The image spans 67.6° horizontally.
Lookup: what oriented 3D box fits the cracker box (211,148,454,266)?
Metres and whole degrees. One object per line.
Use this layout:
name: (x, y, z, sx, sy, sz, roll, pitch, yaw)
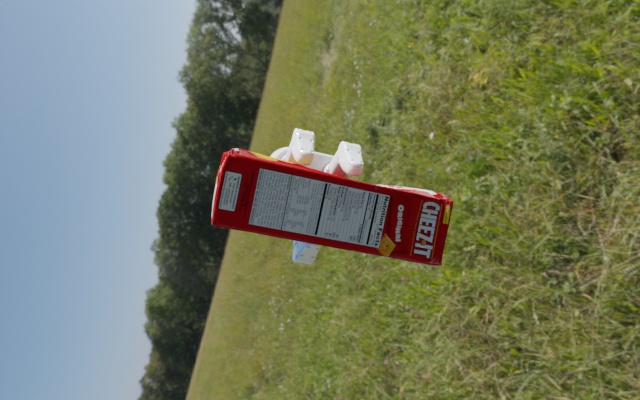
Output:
cracker box: (0.000, 0.002, 0.491, 0.214, 0.072, 0.164, 11, 3, -13)
